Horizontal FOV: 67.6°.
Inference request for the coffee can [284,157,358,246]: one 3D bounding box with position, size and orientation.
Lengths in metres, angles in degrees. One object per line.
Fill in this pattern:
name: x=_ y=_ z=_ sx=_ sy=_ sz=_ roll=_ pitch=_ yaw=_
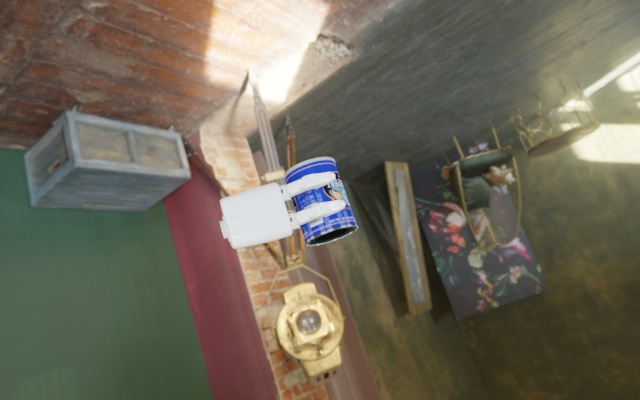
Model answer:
coffee can: x=0.000 y=0.003 z=0.898 sx=0.103 sy=0.140 sz=0.103 roll=-18 pitch=-15 yaw=-5
